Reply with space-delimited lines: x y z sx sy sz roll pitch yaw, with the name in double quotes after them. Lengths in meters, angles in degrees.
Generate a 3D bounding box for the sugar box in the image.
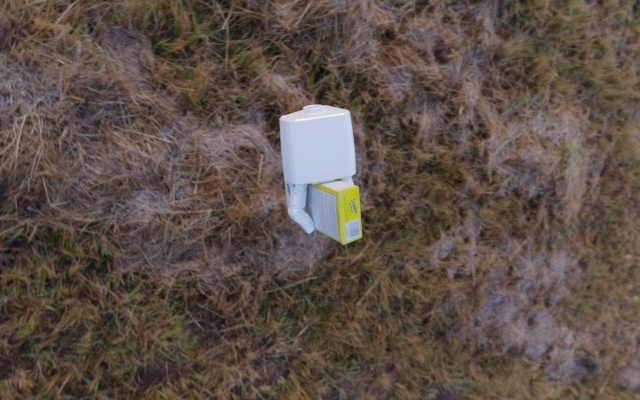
0.001 0.002 0.823 0.048 0.093 0.176 -17 24 -27 "sugar box"
